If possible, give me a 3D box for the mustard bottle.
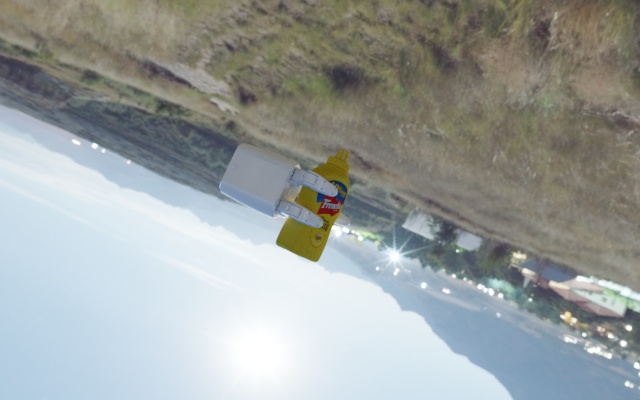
[{"bbox_3d":[0.000,0.003,0.795,0.058,0.191,0.096,20,-7,38],"label":"mustard bottle"}]
